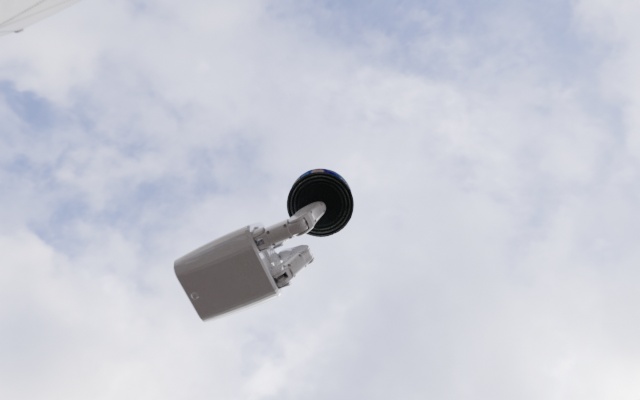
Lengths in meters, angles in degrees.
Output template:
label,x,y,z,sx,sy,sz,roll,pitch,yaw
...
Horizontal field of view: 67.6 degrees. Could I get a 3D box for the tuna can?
label,x,y,z,sx,sy,sz,roll,pitch,yaw
tuna can,0.000,0.002,0.622,0.086,0.086,0.033,0,15,2
